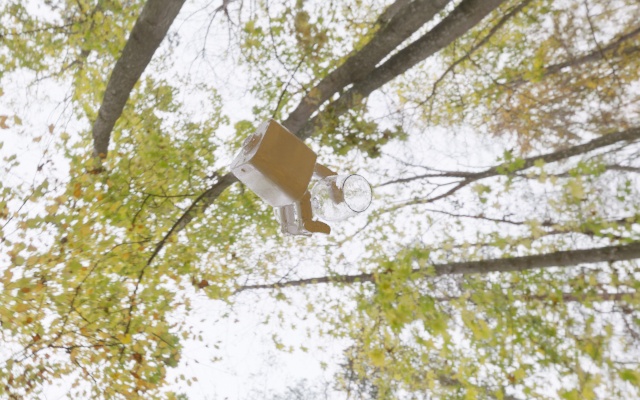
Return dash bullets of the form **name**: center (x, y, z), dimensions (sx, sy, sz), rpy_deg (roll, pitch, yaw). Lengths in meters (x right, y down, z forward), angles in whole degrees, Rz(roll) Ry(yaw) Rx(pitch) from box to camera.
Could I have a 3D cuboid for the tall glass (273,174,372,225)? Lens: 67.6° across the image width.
- **tall glass**: center (0.000, 0.003, 0.827), dimensions (0.079, 0.079, 0.201), rpy_deg (0, -8, -37)
